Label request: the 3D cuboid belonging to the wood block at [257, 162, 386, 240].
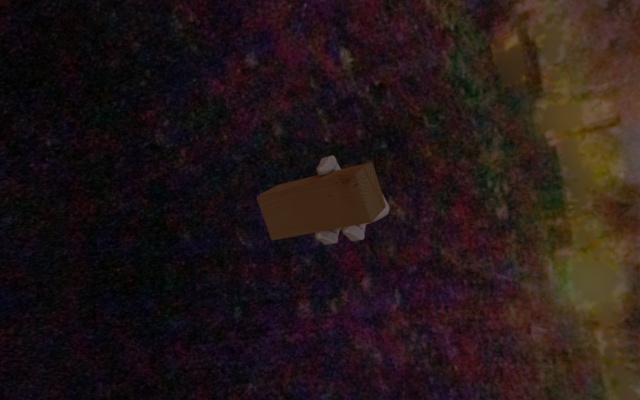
[{"bbox_3d":[0.000,0.002,0.876,0.206,0.091,0.090,-13,11,28],"label":"wood block"}]
